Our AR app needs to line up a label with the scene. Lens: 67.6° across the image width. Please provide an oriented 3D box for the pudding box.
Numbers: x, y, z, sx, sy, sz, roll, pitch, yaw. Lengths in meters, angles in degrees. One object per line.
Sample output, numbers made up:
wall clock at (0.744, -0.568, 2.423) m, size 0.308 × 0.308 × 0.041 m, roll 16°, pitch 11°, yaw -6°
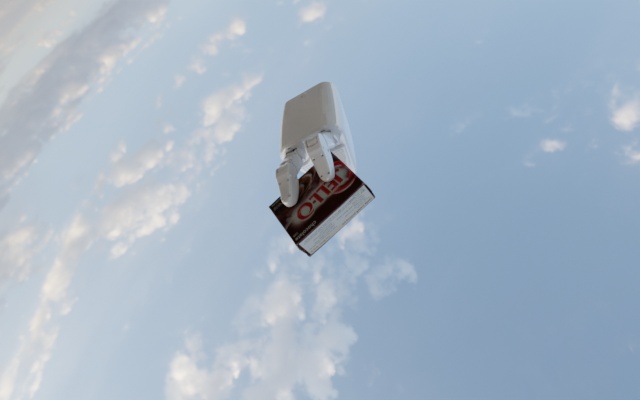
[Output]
pudding box at (0.000, 0.002, 0.603) m, size 0.039 × 0.113 × 0.090 m, roll 43°, pitch 3°, yaw -41°
